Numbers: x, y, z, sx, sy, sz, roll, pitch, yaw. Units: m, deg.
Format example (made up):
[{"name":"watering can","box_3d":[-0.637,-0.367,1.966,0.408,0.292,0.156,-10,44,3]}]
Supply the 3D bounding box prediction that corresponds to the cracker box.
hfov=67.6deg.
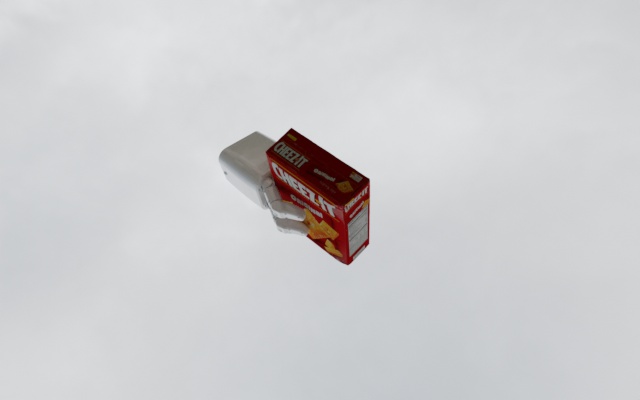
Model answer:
[{"name":"cracker box","box_3d":[0.000,0.003,0.807,0.164,0.072,0.214,35,-22,24]}]
